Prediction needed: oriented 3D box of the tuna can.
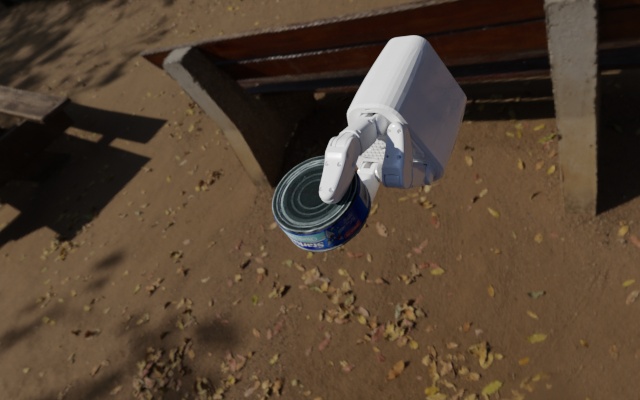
[{"bbox_3d":[0.000,0.001,0.432,0.086,0.086,0.034,0,-34,28],"label":"tuna can"}]
